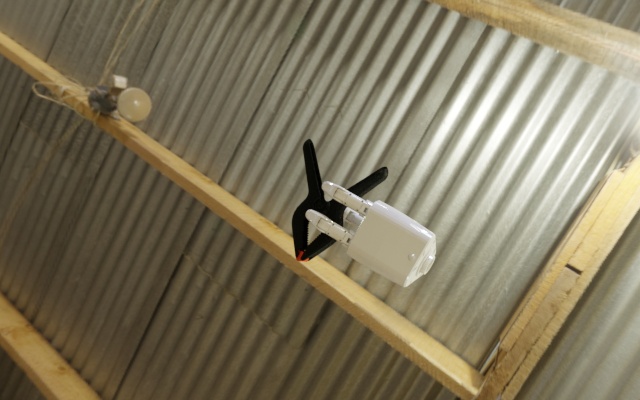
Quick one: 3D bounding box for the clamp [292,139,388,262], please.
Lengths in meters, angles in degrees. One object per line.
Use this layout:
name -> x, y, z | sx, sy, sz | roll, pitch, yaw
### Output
clamp -> 0.000, 0.003, 0.820 | 0.164, 0.210, 0.036 | 31, 4, 26
